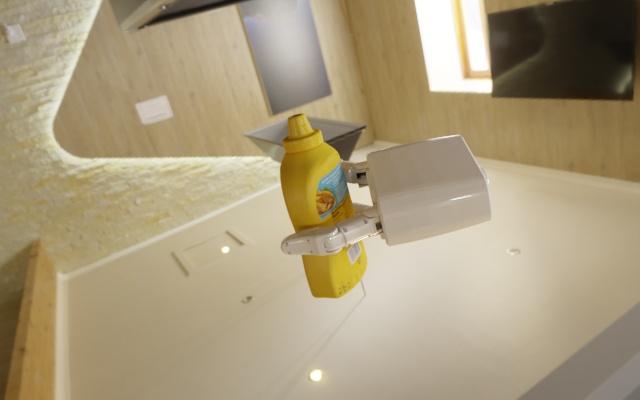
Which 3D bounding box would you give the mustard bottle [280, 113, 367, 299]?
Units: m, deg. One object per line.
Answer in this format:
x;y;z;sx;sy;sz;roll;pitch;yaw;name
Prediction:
0.000;0.002;0.511;0.058;0.192;0.096;-4;23;29;mustard bottle
